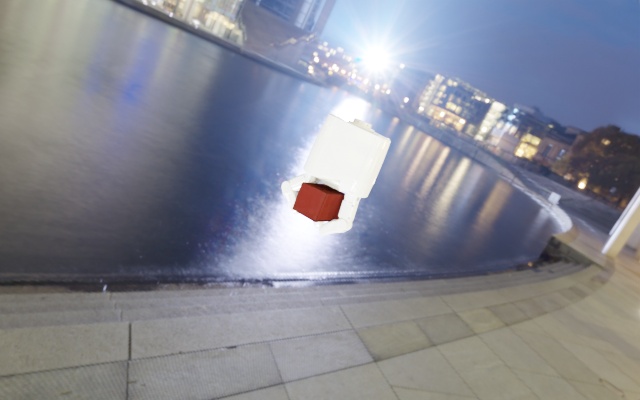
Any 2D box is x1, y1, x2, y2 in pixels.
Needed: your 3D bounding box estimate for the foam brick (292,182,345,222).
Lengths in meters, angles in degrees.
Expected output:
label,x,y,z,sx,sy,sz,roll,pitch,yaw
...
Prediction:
label,x,y,z,sx,sy,sz,roll,pitch,yaw
foam brick,0.000,0.003,0.805,0.053,0.051,0.078,28,13,28
